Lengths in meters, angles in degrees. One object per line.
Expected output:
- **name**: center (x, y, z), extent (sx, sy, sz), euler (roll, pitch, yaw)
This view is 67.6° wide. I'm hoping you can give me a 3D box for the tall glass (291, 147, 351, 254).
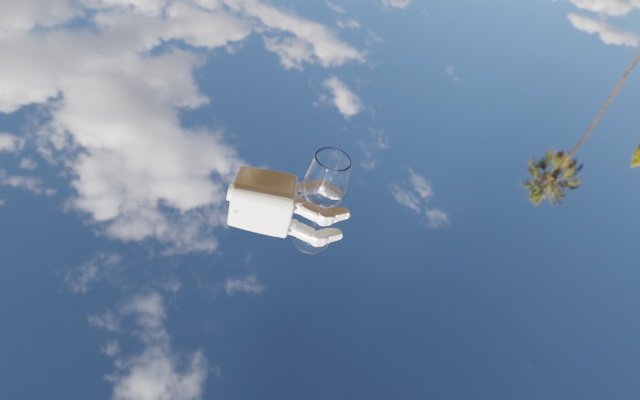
- **tall glass**: center (0.000, 0.003, 0.851), extent (0.079, 0.201, 0.079), euler (9, 42, -8)
